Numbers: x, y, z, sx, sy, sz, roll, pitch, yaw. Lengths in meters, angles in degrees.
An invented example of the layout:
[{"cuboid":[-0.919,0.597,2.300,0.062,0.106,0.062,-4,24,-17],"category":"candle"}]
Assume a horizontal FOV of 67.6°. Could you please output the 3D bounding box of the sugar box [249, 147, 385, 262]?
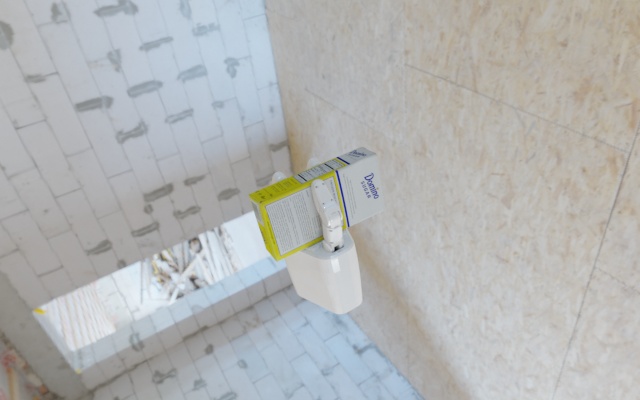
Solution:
[{"cuboid":[0.000,0.002,0.649,0.176,0.093,0.048,-25,31,-21],"category":"sugar box"}]
